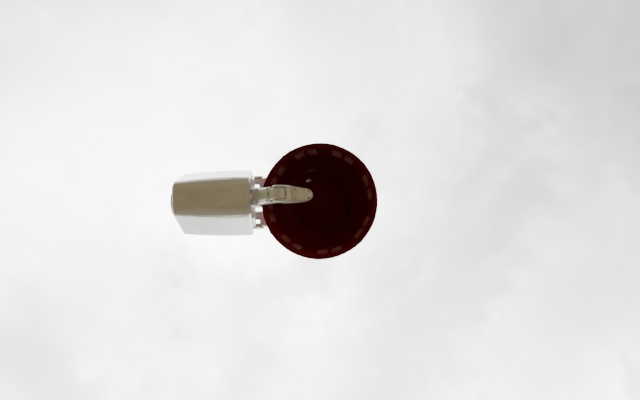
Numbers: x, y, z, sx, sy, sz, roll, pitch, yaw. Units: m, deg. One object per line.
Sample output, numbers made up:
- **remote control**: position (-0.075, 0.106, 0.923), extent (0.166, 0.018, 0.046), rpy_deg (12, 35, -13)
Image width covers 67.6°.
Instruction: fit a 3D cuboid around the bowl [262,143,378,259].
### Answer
- **bowl**: position (0.001, 0.003, 0.683), extent (0.162, 0.162, 0.055), rpy_deg (0, -5, 5)
